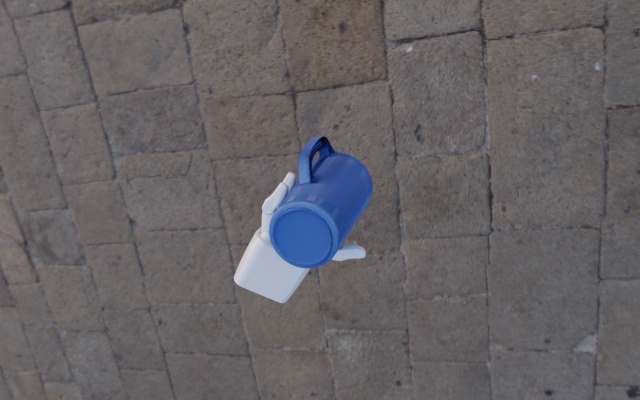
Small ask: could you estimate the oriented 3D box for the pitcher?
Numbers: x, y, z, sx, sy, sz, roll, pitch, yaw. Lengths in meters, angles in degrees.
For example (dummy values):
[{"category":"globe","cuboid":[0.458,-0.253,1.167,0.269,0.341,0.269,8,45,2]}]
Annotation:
[{"category":"pitcher","cuboid":[0.000,0.003,0.789,0.149,0.145,0.242,33,25,1]}]
